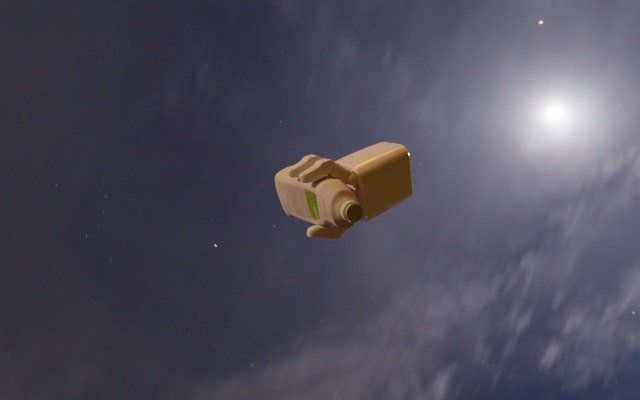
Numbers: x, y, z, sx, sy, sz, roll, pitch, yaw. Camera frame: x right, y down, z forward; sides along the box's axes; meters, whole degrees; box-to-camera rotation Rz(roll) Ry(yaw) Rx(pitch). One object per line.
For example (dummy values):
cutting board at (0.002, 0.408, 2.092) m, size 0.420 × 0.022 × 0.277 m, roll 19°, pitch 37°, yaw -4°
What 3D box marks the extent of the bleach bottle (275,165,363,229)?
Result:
bleach bottle at (0.000, 0.003, 0.811) m, size 0.068 × 0.103 × 0.250 m, roll -26°, pitch 21°, yaw -18°
